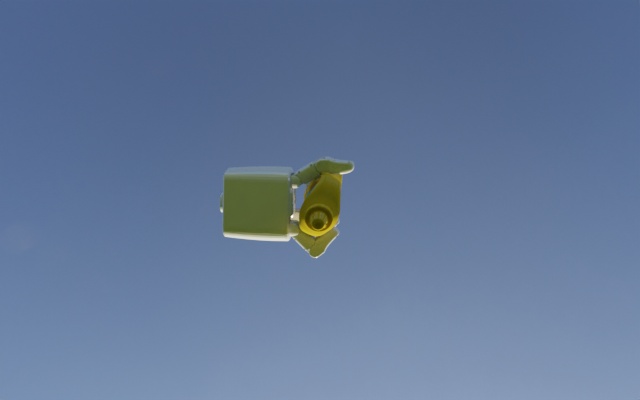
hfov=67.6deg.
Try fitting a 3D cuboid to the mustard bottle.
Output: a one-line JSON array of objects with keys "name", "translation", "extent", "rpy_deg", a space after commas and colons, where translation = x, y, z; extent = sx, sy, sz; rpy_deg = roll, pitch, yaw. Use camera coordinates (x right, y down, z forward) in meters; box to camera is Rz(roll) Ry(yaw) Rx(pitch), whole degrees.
[{"name": "mustard bottle", "translation": [0.000, 0.002, 0.752], "extent": [0.058, 0.096, 0.191], "rpy_deg": [25, 18, -5]}]
